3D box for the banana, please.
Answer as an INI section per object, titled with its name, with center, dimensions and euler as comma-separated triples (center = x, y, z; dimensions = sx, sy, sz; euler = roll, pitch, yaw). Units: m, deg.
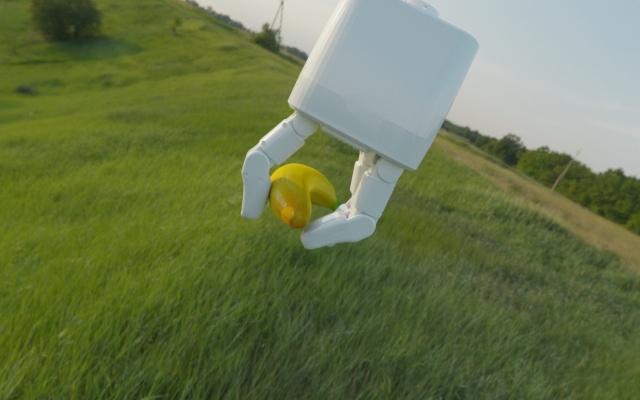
[banana]
center = -0.015, -0.008, 0.455
dimensions = 0.069, 0.037, 0.198
euler = 32, 10, 11
